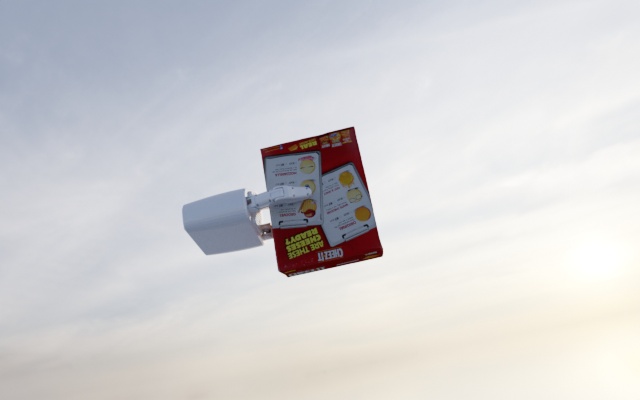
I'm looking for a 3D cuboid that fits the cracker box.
[{"bbox_3d":[0.000,0.002,0.780,0.164,0.213,0.072,-13,-19,6],"label":"cracker box"}]
